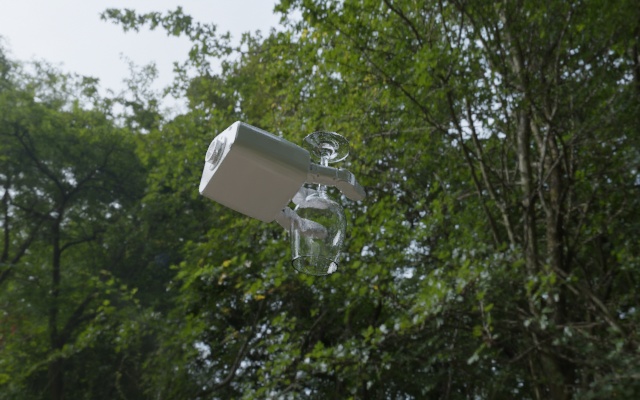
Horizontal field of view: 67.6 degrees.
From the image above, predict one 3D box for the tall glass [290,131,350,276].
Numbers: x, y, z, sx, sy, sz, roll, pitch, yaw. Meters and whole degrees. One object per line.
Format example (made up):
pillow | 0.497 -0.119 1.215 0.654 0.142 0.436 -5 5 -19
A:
tall glass | 0.000 0.002 0.675 0.079 0.201 0.079 4 -32 2
